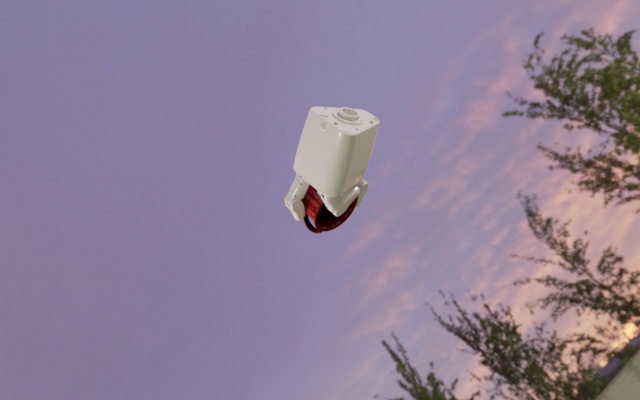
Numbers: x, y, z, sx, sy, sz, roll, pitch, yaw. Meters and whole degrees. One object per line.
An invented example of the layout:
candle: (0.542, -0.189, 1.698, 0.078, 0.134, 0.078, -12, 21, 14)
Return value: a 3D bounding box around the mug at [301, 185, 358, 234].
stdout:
mug: (0.000, 0.004, 0.832, 0.093, 0.117, 0.081, -10, 41, -40)
